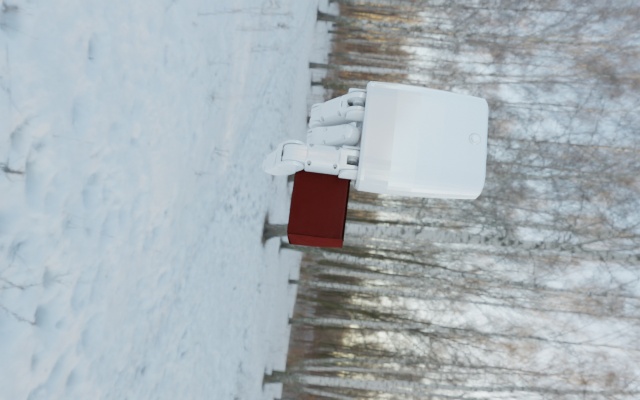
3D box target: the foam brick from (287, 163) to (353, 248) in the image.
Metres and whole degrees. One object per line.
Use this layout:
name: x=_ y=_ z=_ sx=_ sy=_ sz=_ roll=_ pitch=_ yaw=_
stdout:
foam brick: x=0.000 y=0.002 z=0.441 sx=0.051 sy=0.078 sz=0.053 roll=7 pitch=-14 yaw=1
